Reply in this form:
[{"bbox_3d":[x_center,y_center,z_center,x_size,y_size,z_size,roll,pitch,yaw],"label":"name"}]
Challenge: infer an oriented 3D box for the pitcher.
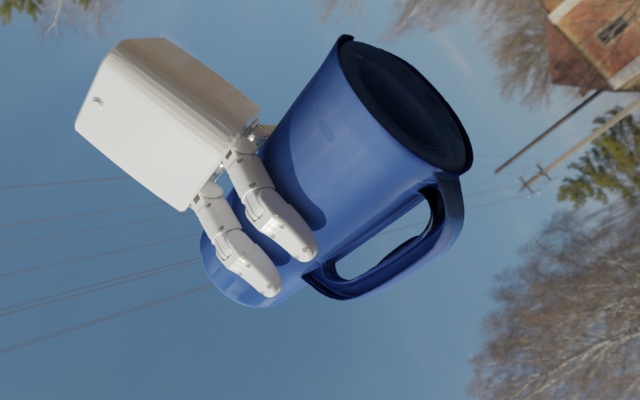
[{"bbox_3d":[0.000,0.001,0.403,0.243,0.145,0.149,-45,13,35],"label":"pitcher"}]
